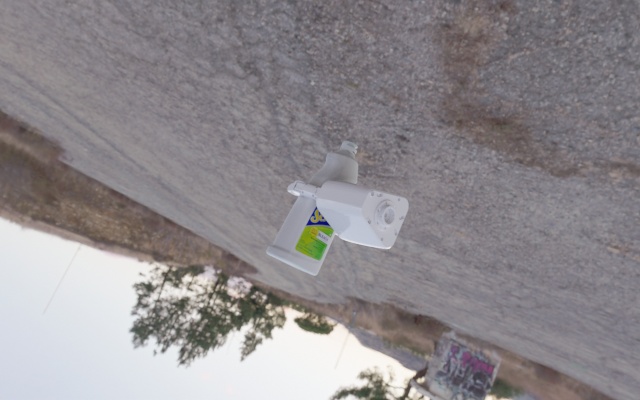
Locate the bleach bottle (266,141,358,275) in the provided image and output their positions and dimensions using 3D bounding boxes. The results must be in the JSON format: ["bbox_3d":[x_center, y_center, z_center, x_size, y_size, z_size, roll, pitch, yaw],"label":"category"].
[{"bbox_3d":[0.000,0.003,0.869,0.103,0.250,0.068,32,-13,-37],"label":"bleach bottle"}]
